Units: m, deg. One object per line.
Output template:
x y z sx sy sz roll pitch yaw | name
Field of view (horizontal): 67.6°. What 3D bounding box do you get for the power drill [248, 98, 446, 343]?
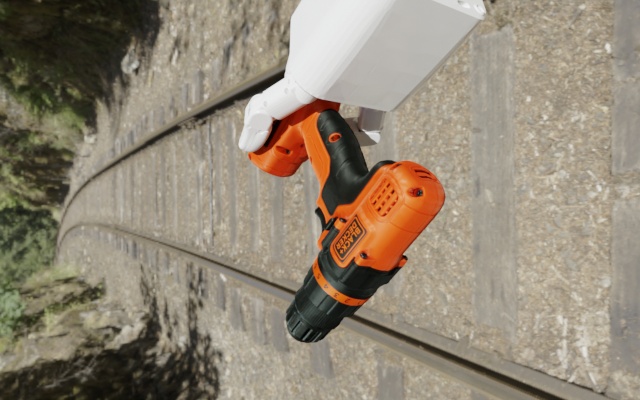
0.000 0.001 0.404 0.057 0.184 0.187 7 40 -41 | power drill
